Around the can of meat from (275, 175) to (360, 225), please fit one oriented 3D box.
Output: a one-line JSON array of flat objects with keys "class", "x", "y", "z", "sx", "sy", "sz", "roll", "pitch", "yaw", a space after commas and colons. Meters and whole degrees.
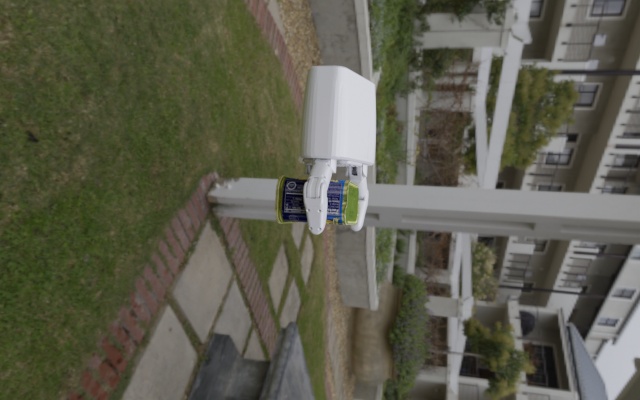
[{"class": "can of meat", "x": 0.000, "y": 0.002, "z": 0.587, "sx": 0.084, "sy": 0.057, "sz": 0.102, "roll": 3, "pitch": -2, "yaw": 13}]
